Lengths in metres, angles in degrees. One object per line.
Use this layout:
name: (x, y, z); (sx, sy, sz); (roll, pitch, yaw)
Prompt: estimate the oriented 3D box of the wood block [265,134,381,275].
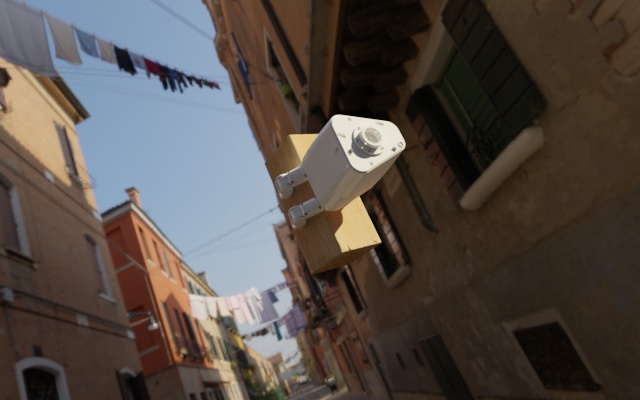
wood block: (0.001, 0.002, 0.776); (0.091, 0.206, 0.090); (-8, -24, -40)
